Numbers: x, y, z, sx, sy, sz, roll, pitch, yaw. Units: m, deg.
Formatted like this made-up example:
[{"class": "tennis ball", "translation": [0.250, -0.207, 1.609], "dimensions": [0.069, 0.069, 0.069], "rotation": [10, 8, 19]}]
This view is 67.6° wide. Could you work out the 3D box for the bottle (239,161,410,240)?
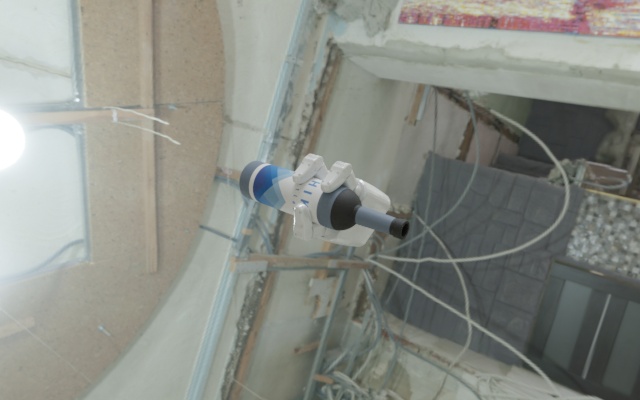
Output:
[{"class": "bottle", "translation": [0.000, 0.002, 0.734], "dimensions": [0.295, 0.069, 0.069], "rotation": [18, 11, 34]}]
